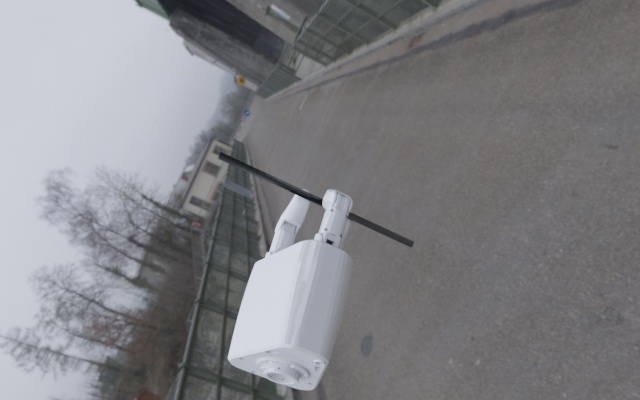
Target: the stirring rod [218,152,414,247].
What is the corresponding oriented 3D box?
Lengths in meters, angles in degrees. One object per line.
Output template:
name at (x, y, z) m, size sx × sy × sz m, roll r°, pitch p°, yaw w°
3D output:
stirring rod at (0.000, 0.002, 0.528) m, size 0.239 × 0.011 × 0.011 m, roll 25°, pitch -6°, yaw -13°
